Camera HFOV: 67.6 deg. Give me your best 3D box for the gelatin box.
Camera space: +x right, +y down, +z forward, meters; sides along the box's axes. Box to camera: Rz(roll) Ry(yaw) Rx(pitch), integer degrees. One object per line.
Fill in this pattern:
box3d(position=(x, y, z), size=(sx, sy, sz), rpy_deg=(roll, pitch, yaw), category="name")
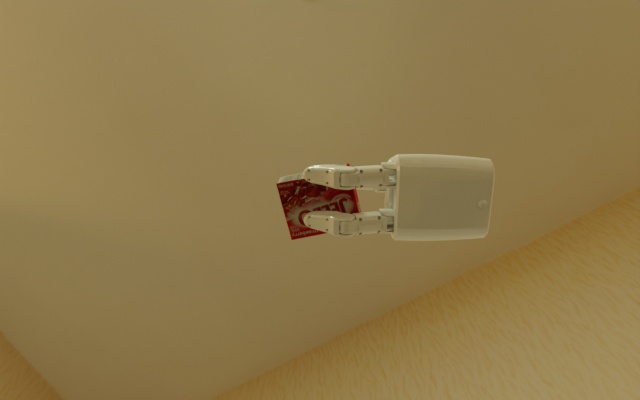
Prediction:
box3d(position=(0.000, 0.002, 0.565), size=(0.089, 0.073, 0.030), rpy_deg=(-11, 18, 10), category="gelatin box")
